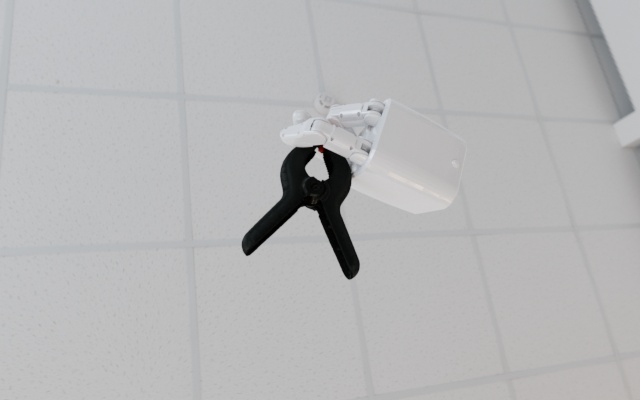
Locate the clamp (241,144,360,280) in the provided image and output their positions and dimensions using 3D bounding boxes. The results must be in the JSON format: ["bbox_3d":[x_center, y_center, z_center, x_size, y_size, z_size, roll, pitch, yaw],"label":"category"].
[{"bbox_3d":[0.000,0.002,0.510,0.120,0.171,0.039,25,-27,-9],"label":"clamp"}]
